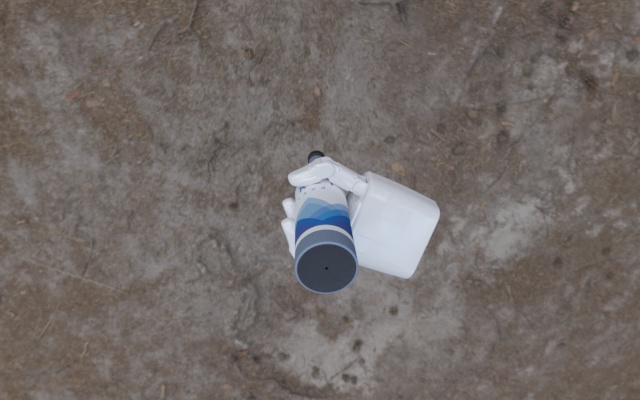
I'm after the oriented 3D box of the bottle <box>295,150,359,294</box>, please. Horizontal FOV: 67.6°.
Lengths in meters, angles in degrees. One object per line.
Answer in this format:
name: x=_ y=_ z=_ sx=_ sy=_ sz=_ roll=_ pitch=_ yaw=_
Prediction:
bottle: x=0.000 y=0.002 z=0.623 sx=0.069 sy=0.069 sz=0.295 roll=0 pitch=28 yaw=-3
